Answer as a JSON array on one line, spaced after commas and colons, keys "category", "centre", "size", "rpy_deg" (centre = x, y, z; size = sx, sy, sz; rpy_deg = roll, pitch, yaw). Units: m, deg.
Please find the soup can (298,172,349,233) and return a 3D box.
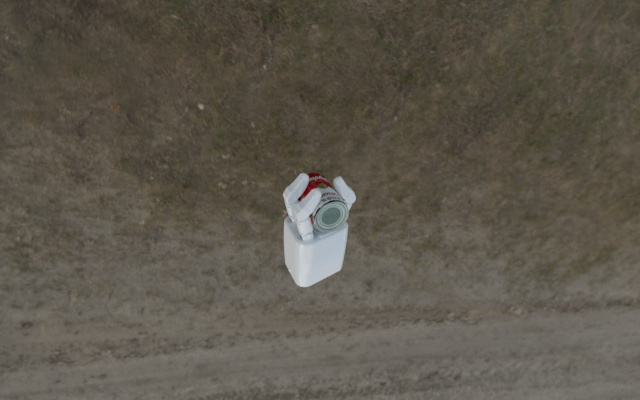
[{"category": "soup can", "centre": [0.000, 0.003, 0.855], "size": [0.068, 0.068, 0.102], "rpy_deg": [0, 32, -27]}]
